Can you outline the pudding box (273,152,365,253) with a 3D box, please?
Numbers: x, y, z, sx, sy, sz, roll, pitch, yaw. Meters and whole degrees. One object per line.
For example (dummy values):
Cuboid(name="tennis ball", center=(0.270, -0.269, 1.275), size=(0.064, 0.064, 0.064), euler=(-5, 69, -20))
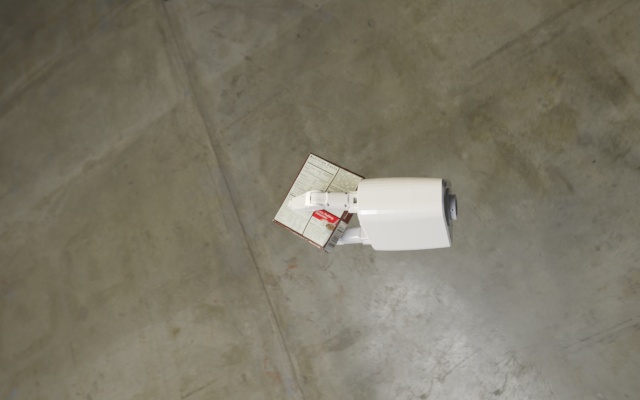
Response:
Cuboid(name="pudding box", center=(0.000, 0.002, 0.659), size=(0.090, 0.113, 0.039), euler=(28, -5, 23))
